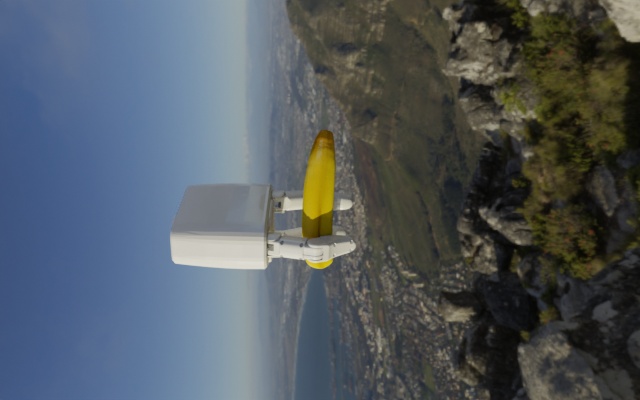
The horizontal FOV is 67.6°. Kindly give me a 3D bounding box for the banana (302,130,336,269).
[{"bbox_3d":[-0.002,0.016,0.561,0.037,0.198,0.069,4,39,5],"label":"banana"}]
